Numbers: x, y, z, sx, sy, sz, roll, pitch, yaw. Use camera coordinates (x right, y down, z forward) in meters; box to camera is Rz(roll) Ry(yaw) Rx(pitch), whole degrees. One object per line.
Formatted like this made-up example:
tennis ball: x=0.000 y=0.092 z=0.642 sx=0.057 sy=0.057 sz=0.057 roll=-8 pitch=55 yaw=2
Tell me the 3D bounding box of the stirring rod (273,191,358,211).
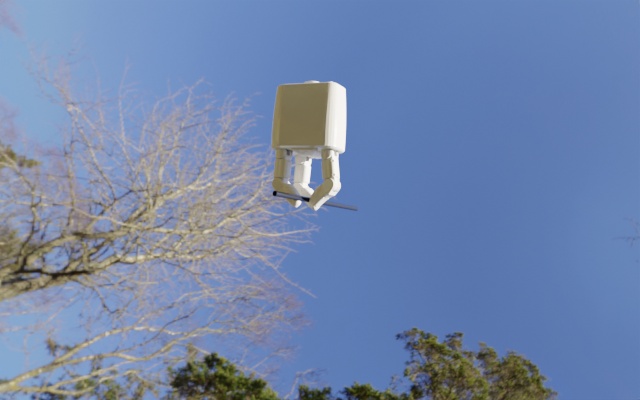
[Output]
stirring rod: x=0.000 y=0.002 z=0.787 sx=0.011 sy=0.011 sz=0.239 roll=0 pitch=-6 yaw=34
